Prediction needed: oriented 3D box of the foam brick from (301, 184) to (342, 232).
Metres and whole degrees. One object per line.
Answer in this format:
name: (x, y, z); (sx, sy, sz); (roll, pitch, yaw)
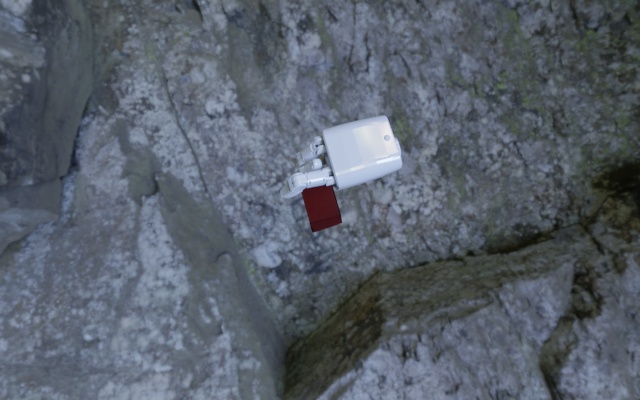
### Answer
foam brick: (0.000, 0.003, 0.759); (0.051, 0.078, 0.053); (-15, -18, -1)
